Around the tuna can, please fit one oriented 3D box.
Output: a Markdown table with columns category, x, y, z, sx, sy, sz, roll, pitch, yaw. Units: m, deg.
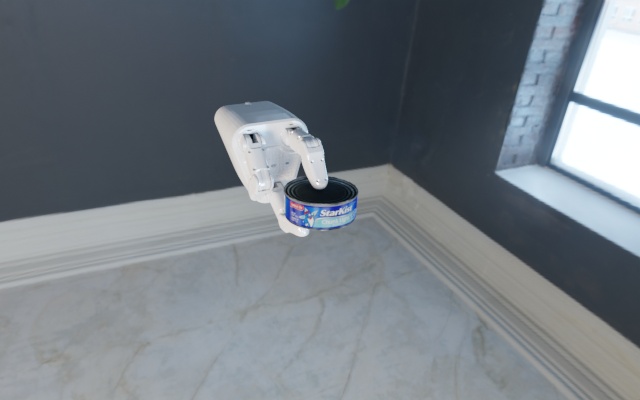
| category | x | y | z | sx | sy | sz | roll | pitch | yaw |
| --- | --- | --- | --- | --- | --- | --- | --- | --- | --- |
| tuna can | 0.000 | 0.002 | 0.552 | 0.086 | 0.034 | 0.086 | 2 | 24 | -1 |
